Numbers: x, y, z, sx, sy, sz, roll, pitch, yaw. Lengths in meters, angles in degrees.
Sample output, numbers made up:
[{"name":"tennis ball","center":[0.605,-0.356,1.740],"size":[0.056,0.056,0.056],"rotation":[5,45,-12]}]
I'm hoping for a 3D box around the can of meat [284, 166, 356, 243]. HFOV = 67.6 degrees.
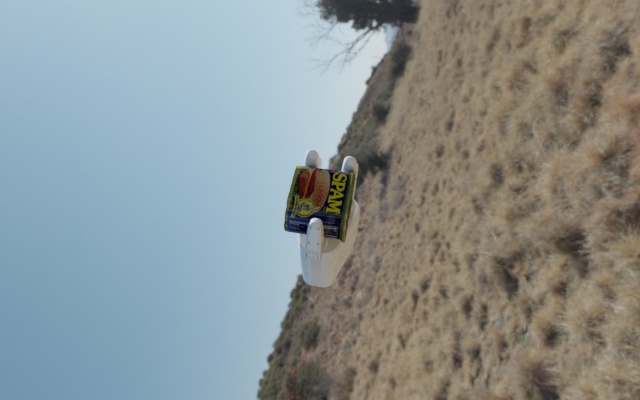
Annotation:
[{"name":"can of meat","center":[0.000,0.002,0.660],"size":[0.084,0.102,0.057],"rotation":[8,-36,6]}]
